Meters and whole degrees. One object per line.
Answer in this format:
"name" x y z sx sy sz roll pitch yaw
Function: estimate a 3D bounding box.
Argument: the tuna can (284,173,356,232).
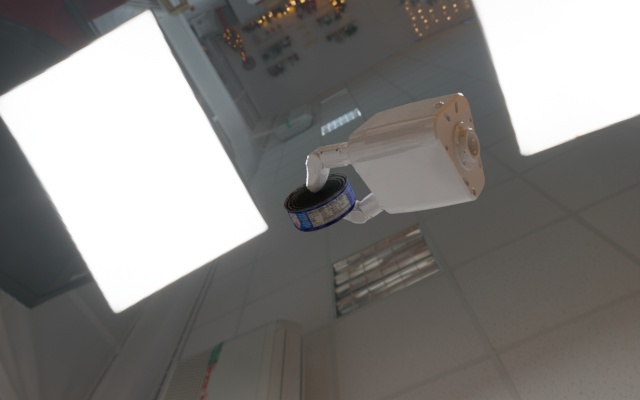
"tuna can" 0.000 0.002 0.595 0.086 0.034 0.086 -22 22 9
